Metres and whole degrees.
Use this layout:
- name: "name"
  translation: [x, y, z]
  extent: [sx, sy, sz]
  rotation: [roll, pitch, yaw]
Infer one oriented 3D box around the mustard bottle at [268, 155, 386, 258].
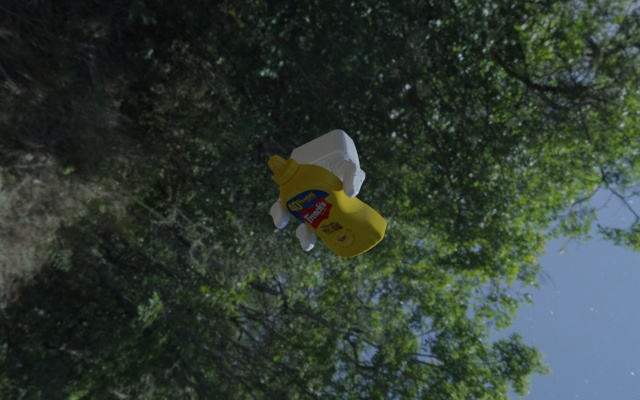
- name: "mustard bottle"
  translation: [0.000, 0.003, 0.690]
  extent: [0.192, 0.058, 0.096]
  rotation: [42, -45, -21]
